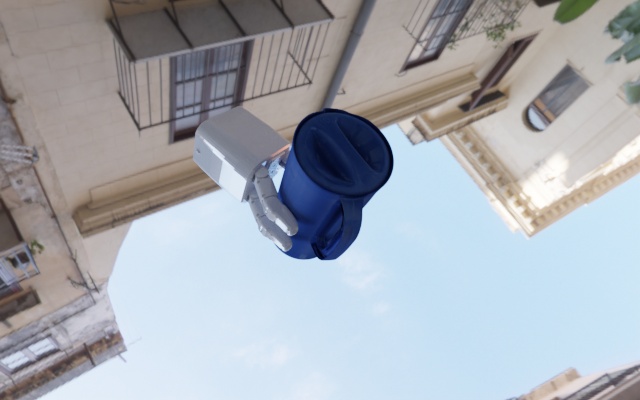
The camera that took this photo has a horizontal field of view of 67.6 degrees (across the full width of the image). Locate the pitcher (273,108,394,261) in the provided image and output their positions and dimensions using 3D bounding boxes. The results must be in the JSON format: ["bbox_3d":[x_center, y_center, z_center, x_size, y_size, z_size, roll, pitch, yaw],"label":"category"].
[{"bbox_3d":[0.000,0.002,0.685,0.145,0.149,0.243,38,-34,6],"label":"pitcher"}]
